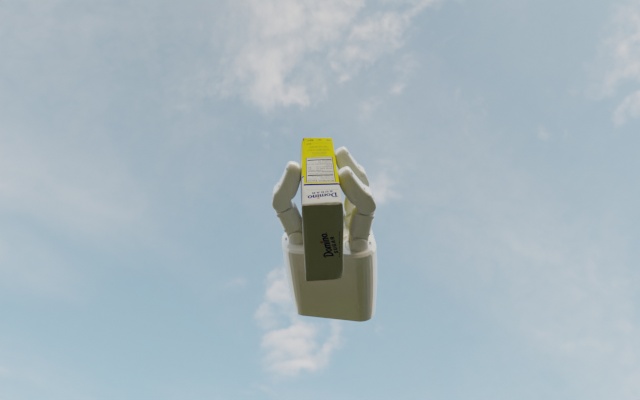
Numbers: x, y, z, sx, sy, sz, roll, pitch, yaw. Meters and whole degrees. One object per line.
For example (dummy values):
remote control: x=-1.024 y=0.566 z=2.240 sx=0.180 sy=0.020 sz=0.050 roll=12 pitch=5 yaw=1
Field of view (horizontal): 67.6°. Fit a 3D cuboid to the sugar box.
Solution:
sugar box: x=0.001 y=0.002 z=0.542 sx=0.048 sy=0.093 sz=0.176 roll=-3 pitch=29 yaw=-3
